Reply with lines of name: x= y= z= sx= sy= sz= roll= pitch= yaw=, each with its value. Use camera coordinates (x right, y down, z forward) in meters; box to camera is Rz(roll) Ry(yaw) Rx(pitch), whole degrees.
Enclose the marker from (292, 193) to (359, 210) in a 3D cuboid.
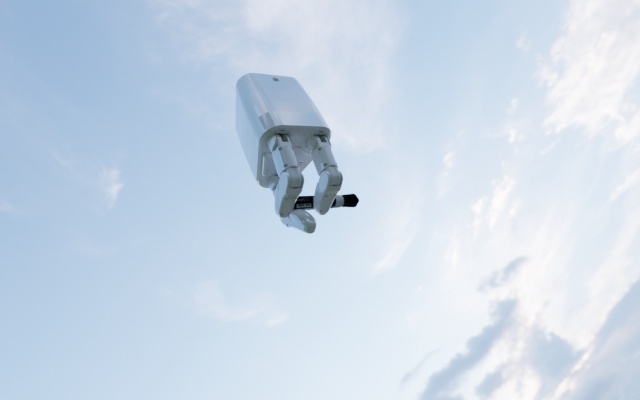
marker: x=0.000 y=0.002 z=0.606 sx=0.121 sy=0.020 sz=0.020 roll=-3 pitch=2 yaw=-35
